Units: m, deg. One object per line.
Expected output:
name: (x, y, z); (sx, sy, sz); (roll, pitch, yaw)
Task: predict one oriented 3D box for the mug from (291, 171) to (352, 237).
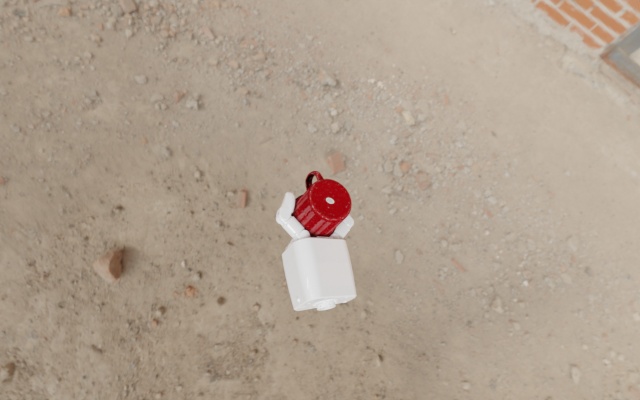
mug: (0.000, 0.001, 0.841); (0.093, 0.117, 0.081); (-4, -22, -26)
